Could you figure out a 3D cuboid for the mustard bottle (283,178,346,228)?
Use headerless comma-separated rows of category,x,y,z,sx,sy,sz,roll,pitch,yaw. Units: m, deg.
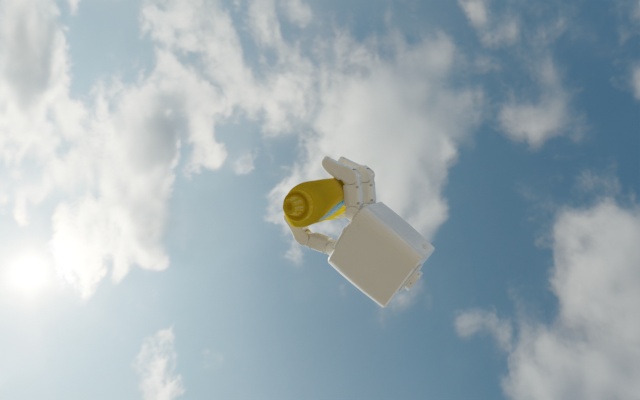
mustard bottle,0.000,0.002,0.692,0.096,0.058,0.191,-30,-8,24
